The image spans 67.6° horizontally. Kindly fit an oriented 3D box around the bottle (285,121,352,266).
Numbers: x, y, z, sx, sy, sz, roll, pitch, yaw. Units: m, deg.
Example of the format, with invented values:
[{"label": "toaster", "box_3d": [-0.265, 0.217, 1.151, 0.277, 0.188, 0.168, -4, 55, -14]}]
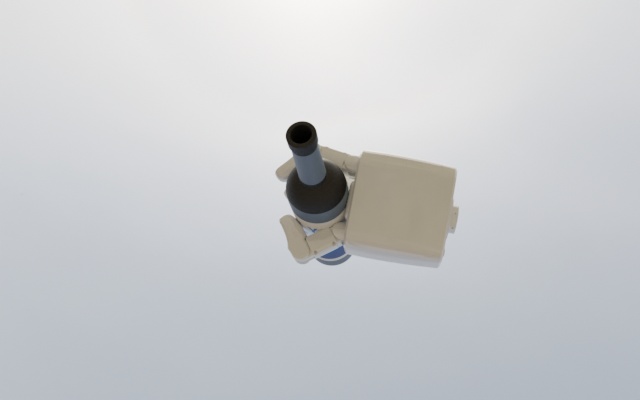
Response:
[{"label": "bottle", "box_3d": [0.000, 0.002, 0.543, 0.069, 0.069, 0.296, 0, -24, 7]}]
